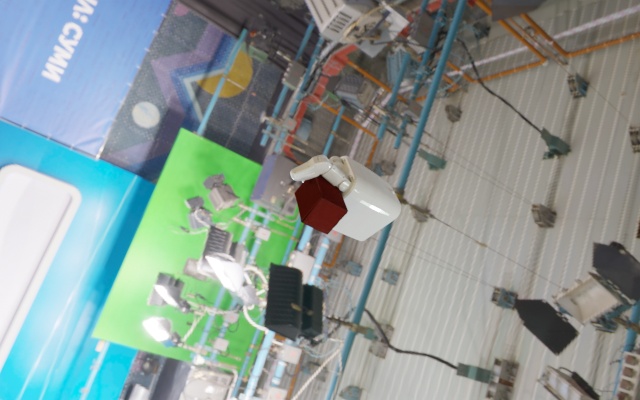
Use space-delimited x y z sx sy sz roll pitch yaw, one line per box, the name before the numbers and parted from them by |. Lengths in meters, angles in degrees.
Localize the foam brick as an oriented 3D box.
foam brick | 0.000 0.003 0.719 0.051 0.053 0.078 29 25 -28
